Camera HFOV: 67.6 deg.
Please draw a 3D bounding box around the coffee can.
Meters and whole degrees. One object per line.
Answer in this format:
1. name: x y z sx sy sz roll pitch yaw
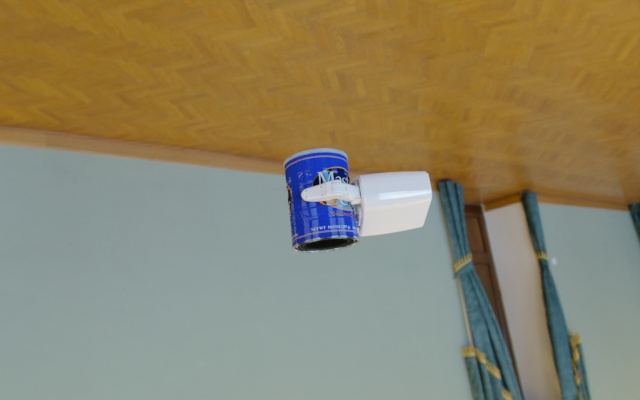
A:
1. coffee can: 0.000 0.002 0.744 0.103 0.140 0.103 -7 -16 -2
